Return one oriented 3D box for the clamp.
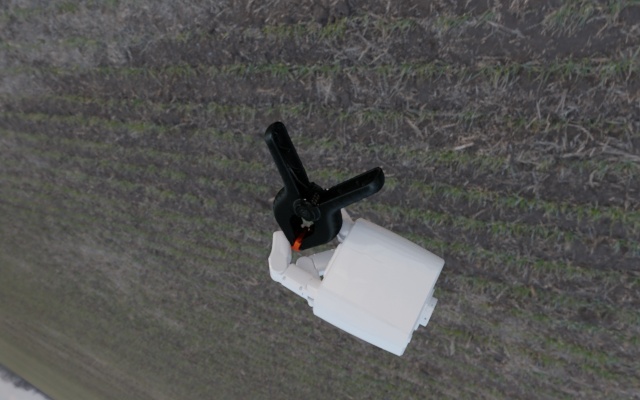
[{"bbox_3d":[0.000,0.002,0.495,0.120,0.039,0.172,25,-35,16],"label":"clamp"}]
